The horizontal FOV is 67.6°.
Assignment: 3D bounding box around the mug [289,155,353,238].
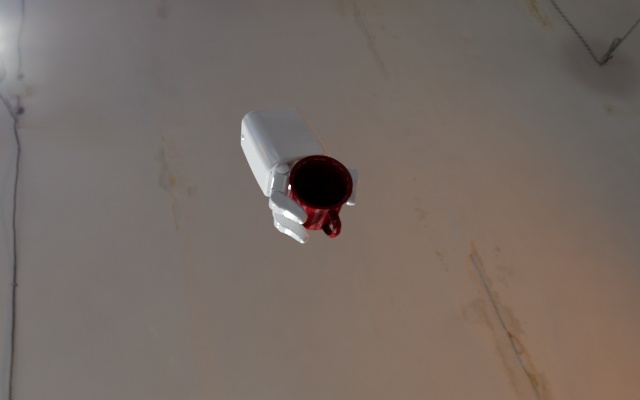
[{"bbox_3d":[0.001,0.004,0.711,0.093,0.117,0.081,-20,-25,-21],"label":"mug"}]
